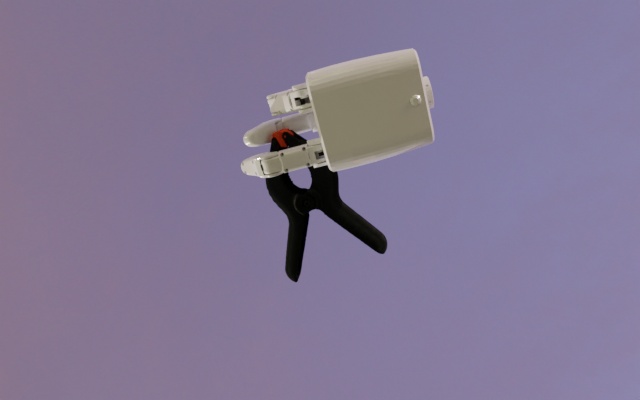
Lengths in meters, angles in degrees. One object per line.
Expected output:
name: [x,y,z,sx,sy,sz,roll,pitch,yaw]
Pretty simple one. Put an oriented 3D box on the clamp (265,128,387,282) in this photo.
clamp: [0.000,0.001,0.518,0.120,0.171,0.039,-13,15,8]
